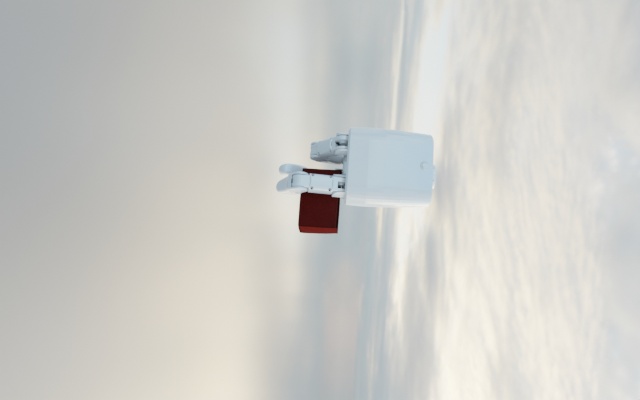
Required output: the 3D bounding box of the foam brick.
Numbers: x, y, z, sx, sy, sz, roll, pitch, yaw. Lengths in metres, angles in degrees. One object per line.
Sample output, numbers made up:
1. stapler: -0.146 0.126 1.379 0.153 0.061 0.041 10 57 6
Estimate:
1. foam brick: 0.000 0.002 0.620 0.051 0.078 0.053 4 -11 2
